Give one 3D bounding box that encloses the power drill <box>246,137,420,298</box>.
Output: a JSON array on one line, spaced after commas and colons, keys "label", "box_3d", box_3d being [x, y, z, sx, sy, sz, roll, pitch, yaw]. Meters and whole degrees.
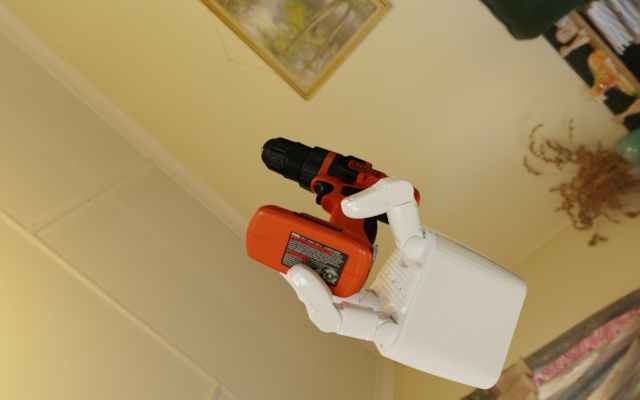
[{"label": "power drill", "box_3d": [0.000, 0.002, 0.465, 0.184, 0.057, 0.187, 21, 29, 9]}]
